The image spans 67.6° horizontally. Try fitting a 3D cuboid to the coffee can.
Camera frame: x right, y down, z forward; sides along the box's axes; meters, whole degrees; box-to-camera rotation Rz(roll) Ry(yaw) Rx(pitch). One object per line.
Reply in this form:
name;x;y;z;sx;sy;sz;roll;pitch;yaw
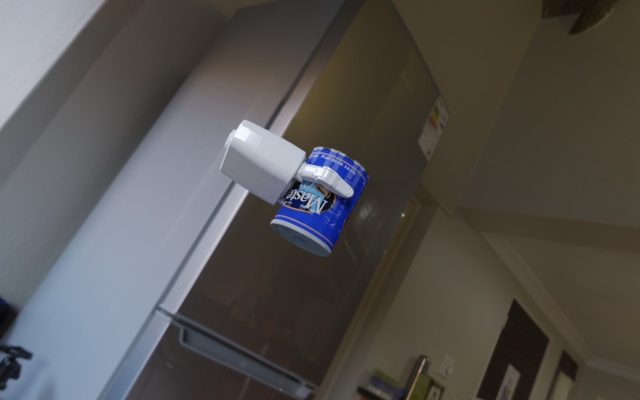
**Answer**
coffee can;0.000;0.003;0.747;0.103;0.140;0.103;26;-17;9
